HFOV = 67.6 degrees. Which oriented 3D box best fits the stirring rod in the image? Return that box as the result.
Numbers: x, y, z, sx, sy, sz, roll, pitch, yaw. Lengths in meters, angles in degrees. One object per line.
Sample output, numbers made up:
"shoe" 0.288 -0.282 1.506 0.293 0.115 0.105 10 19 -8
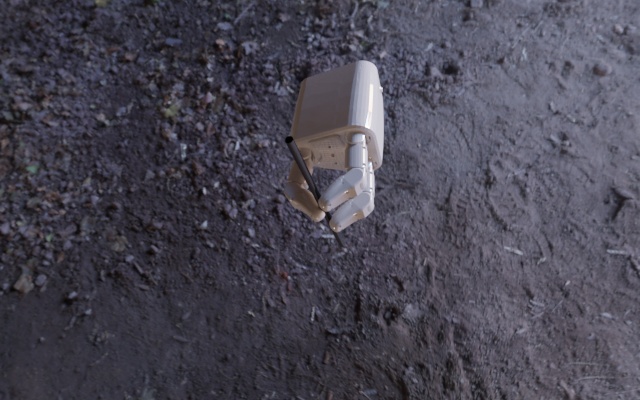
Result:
"stirring rod" 0.000 0.002 0.530 0.011 0.011 0.240 0 -28 15
